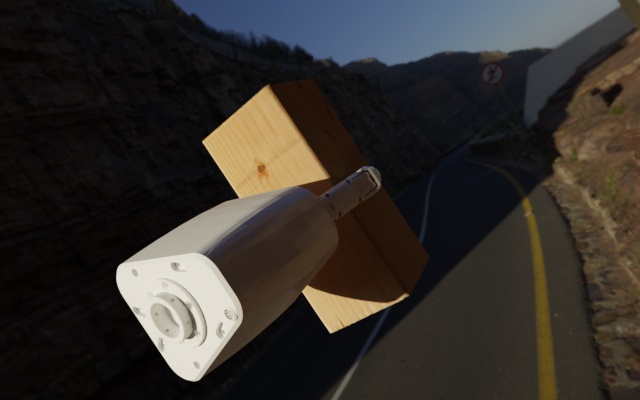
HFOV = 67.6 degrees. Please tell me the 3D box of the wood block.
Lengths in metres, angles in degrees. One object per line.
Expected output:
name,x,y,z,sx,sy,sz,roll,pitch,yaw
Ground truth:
wood block,0.000,0.001,0.442,0.091,0.206,0.090,-33,1,29
